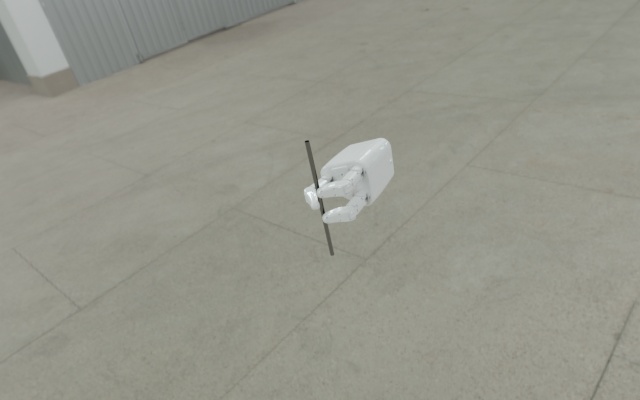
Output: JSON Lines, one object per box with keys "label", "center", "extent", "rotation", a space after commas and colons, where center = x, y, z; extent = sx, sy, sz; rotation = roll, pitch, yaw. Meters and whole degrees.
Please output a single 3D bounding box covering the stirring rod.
{"label": "stirring rod", "center": [0.000, 0.003, 0.851], "extent": [0.011, 0.240, 0.011], "rotation": [-9, 31, 6]}
